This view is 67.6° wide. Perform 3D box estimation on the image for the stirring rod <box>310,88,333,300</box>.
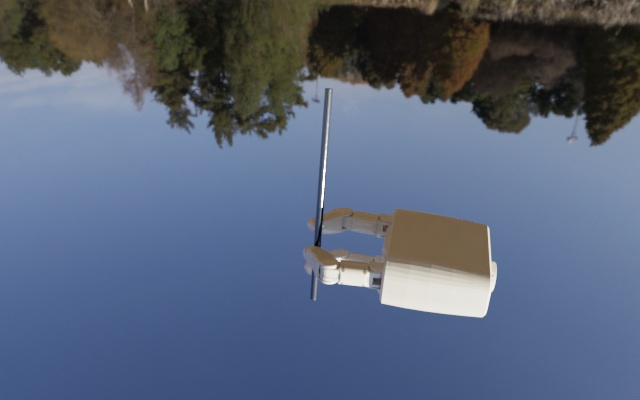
[{"bbox_3d":[0.000,0.002,0.516,0.011,0.240,0.011,4,20,-1],"label":"stirring rod"}]
